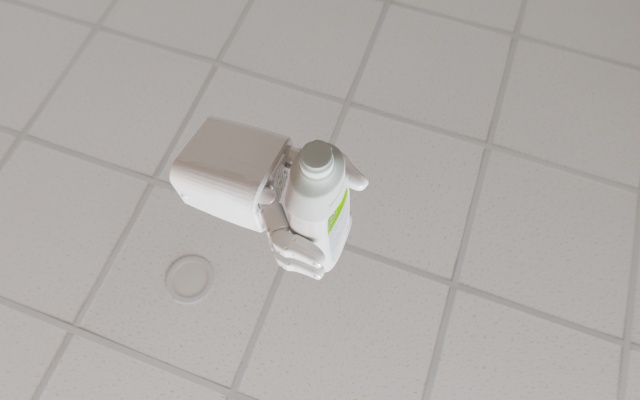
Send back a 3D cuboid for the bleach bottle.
[{"bbox_3d":[0.000,0.002,0.532,0.068,0.102,0.251,18,-22,8],"label":"bleach bottle"}]
